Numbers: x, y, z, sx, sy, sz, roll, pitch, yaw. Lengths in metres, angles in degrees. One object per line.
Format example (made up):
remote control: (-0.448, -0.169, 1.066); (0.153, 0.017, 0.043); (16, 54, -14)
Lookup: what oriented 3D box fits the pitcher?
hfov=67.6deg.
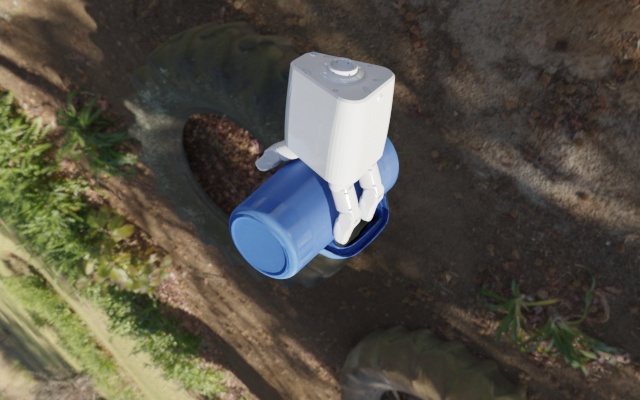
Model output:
pitcher: (0.000, 0.002, 0.650); (0.149, 0.145, 0.242); (30, 47, 20)
